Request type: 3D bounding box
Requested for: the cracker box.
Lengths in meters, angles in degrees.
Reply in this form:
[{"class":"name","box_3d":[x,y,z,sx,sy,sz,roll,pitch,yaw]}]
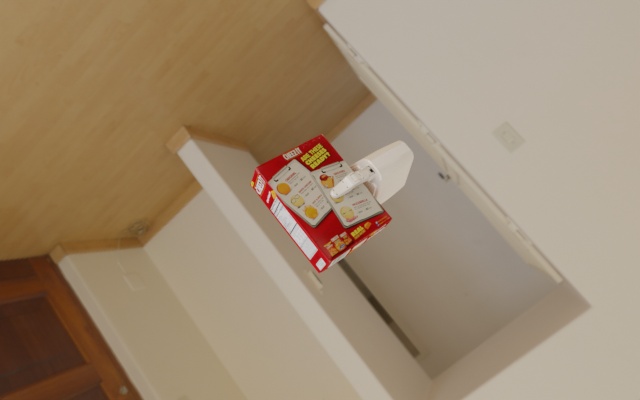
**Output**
[{"class":"cracker box","box_3d":[0.000,0.003,0.877,0.164,0.213,0.072,-31,-15,-32]}]
